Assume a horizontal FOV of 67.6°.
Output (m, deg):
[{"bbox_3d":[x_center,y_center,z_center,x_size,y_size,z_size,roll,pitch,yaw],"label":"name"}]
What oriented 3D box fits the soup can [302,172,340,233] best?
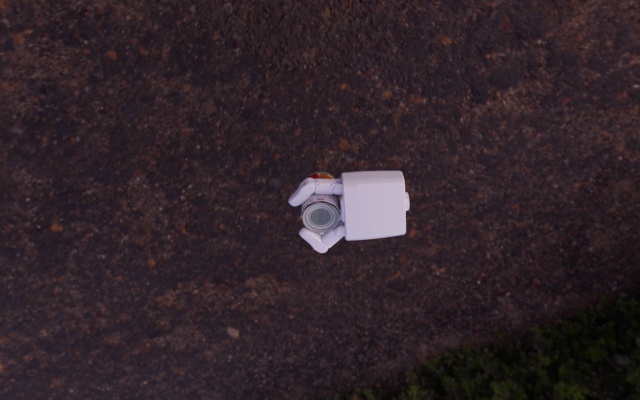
[{"bbox_3d":[0.000,0.003,0.861,0.068,0.068,0.102,0,34,-1],"label":"soup can"}]
